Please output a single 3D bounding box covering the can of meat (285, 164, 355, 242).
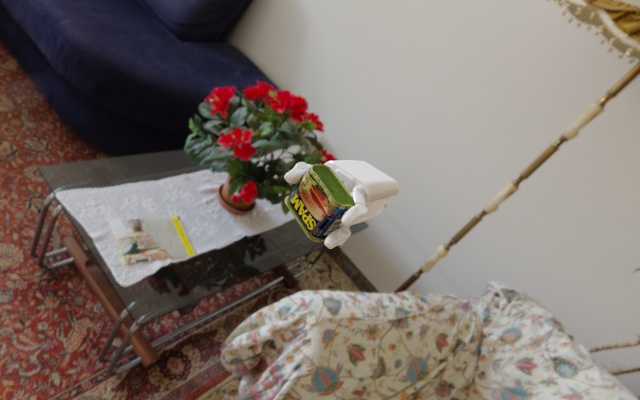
[{"bbox_3d":[0.000,0.002,0.787,0.057,0.102,0.084,-3,-40,-47],"label":"can of meat"}]
